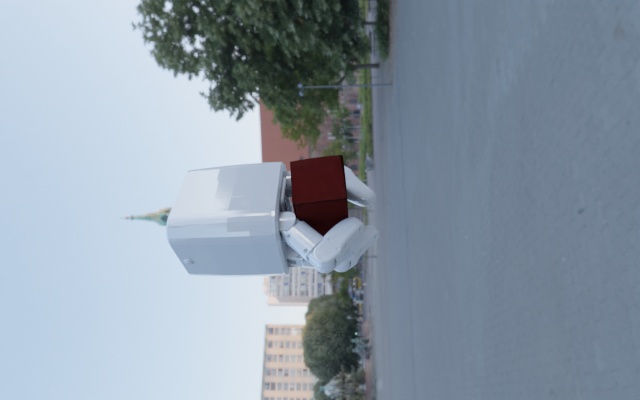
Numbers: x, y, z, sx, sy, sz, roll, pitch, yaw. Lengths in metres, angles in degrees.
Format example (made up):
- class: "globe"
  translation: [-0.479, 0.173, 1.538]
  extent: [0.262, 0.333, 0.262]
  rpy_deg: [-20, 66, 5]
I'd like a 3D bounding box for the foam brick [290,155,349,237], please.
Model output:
- class: "foam brick"
  translation: [0.000, 0.001, 0.469]
  extent: [0.051, 0.053, 0.078]
  rpy_deg: [-5, -35, 1]
